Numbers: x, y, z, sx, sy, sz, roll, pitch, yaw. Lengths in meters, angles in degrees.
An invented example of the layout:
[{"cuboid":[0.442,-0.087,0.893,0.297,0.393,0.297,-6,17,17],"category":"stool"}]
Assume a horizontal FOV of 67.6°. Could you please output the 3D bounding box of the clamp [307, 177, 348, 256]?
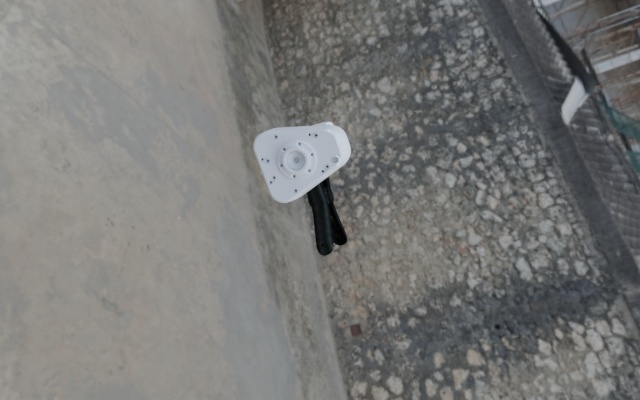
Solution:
[{"cuboid":[0.001,0.002,0.729,0.039,0.171,0.120,-18,7,9],"category":"clamp"}]
